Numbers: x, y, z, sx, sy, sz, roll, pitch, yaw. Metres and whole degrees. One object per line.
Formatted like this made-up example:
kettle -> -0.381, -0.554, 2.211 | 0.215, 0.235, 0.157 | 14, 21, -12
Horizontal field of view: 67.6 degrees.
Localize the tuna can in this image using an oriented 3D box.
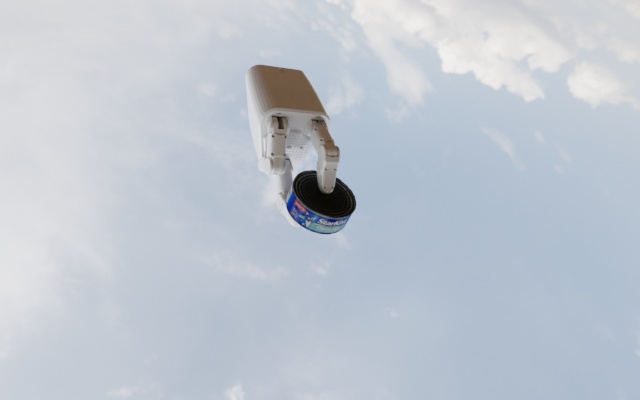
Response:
tuna can -> 0.000, 0.002, 0.607 | 0.086, 0.034, 0.086 | 16, 39, -14
